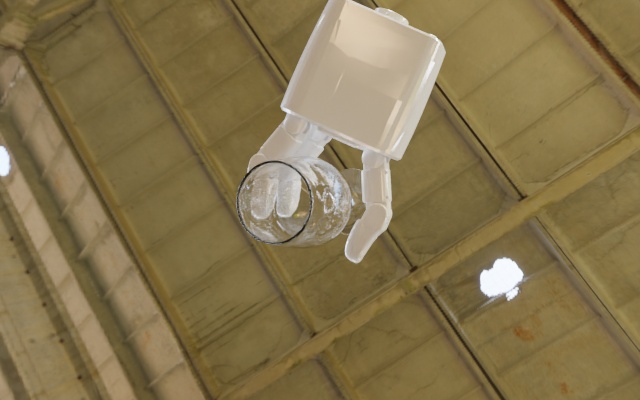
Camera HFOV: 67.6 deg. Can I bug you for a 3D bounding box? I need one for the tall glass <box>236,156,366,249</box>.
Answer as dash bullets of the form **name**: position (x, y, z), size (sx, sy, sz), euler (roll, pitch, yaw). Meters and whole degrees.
- **tall glass**: position (0.000, 0.002, 0.439), size (0.079, 0.079, 0.201), euler (0, 0, 20)
